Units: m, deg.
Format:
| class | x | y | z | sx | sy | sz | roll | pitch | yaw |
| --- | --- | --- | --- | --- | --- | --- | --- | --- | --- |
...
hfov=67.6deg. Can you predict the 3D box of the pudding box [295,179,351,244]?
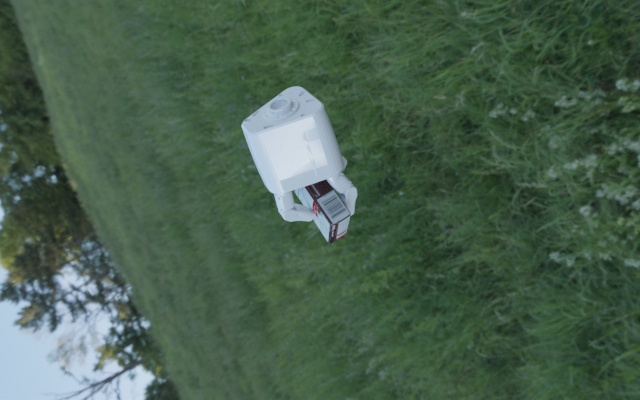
| class | x | y | z | sx | sy | sz | roll | pitch | yaw |
| --- | --- | --- | --- | --- | --- | --- | --- | --- | --- |
| pudding box | 0.000 | 0.003 | 0.751 | 0.039 | 0.113 | 0.090 | -29 | -19 | -12 |
